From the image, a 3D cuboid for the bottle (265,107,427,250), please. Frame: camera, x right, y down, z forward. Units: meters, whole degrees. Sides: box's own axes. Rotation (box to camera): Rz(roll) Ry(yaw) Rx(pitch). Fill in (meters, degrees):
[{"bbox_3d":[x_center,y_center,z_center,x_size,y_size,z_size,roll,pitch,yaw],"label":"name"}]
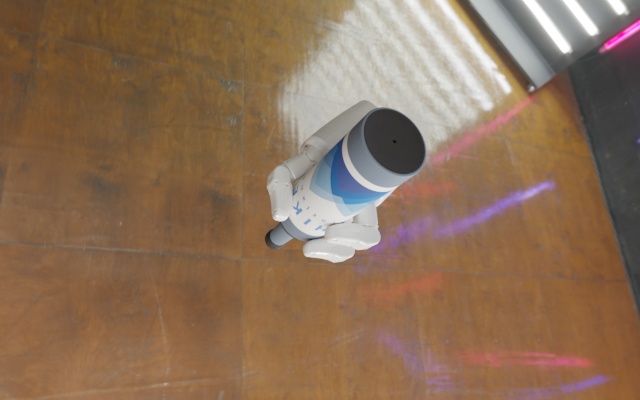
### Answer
[{"bbox_3d":[0.000,0.002,0.526,0.069,0.069,0.296,0,-21,-27],"label":"bottle"}]
